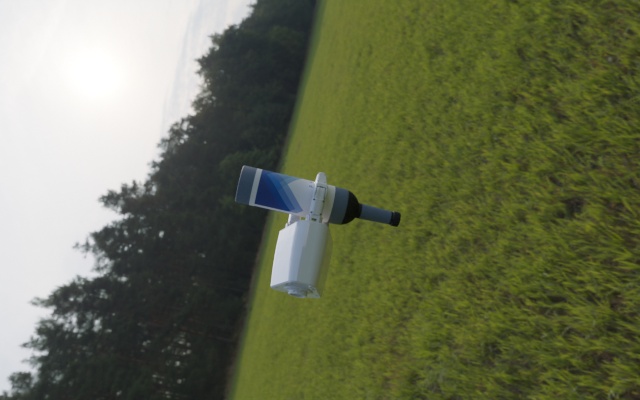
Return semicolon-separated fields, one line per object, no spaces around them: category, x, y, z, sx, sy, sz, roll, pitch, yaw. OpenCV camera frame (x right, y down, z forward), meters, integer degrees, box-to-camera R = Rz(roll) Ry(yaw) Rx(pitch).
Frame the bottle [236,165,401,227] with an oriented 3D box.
bottle;0.000;0.003;0.859;0.296;0.069;0.069;13;-1;-6
